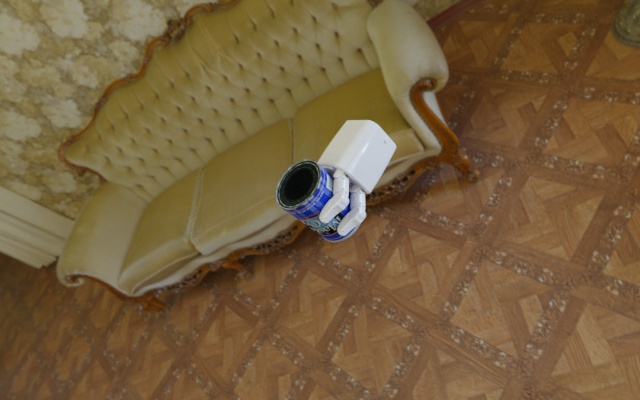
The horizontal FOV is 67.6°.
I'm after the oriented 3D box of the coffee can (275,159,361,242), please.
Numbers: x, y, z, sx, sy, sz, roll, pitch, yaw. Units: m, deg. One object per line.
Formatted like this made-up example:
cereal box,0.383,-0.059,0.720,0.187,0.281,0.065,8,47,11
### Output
coffee can,0.000,0.003,0.886,0.103,0.102,0.140,0,-28,41
